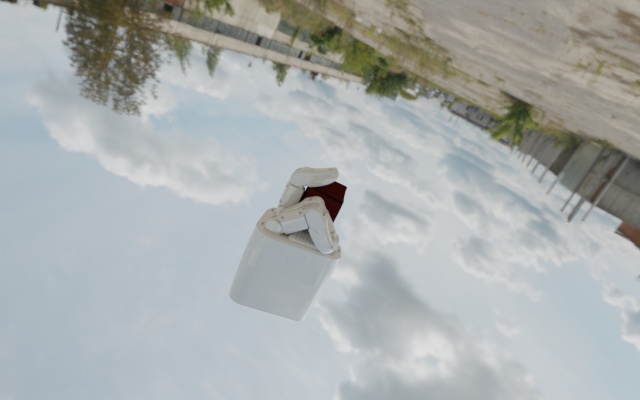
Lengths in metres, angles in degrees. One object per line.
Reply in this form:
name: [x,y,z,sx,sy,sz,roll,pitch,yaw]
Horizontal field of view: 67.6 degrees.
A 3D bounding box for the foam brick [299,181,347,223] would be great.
foam brick: [0.000,0.002,0.641,0.053,0.051,0.078,26,18,-1]
